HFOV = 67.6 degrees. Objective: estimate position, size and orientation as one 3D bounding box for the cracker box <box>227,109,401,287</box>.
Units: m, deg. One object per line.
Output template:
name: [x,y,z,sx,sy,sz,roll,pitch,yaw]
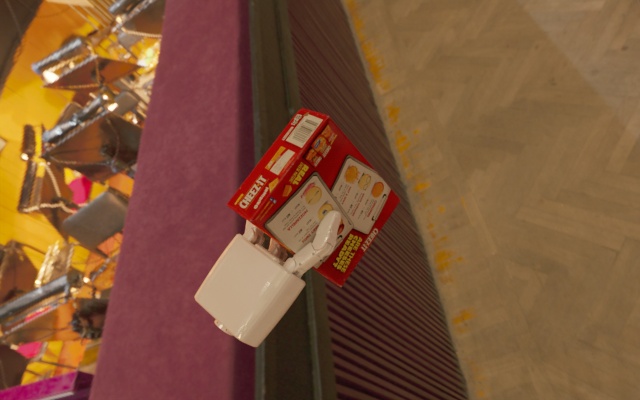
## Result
cracker box: [0.000,0.002,0.669,0.072,0.164,0.214,28,-10,46]
